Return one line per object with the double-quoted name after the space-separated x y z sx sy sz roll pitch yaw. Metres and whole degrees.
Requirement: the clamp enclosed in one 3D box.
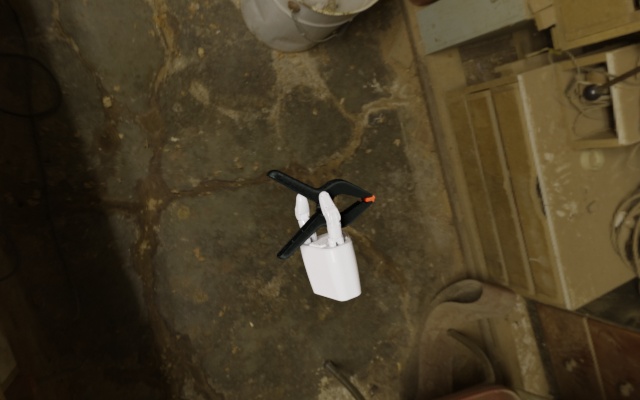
0.001 0.003 0.885 0.210 0.164 0.036 -18 16 -18 "clamp"
